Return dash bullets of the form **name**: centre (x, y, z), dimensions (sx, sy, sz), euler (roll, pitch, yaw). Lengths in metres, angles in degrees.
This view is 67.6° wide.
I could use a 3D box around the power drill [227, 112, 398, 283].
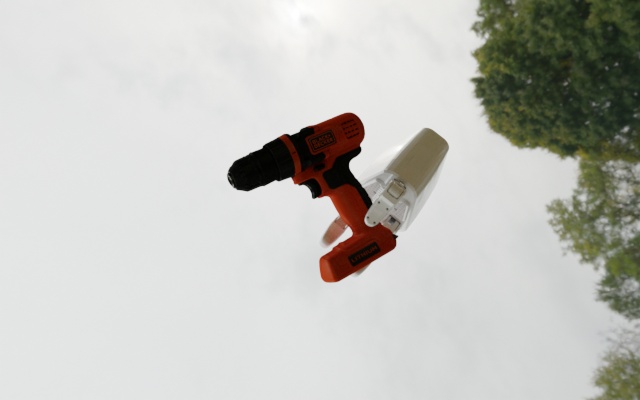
- **power drill**: centre (0.000, 0.002, 0.587), dimensions (0.184, 0.187, 0.057), euler (-26, 7, -18)
